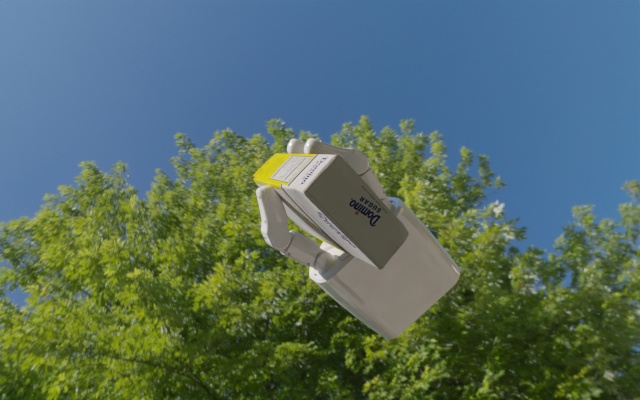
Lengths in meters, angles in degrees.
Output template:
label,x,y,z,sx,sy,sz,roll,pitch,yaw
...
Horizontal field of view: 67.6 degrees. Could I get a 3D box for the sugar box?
label,x,y,z,sx,sy,sz,roll,pitch,yaw
sugar box,0.000,0.001,0.439,0.093,0.048,0.176,46,-13,-19
